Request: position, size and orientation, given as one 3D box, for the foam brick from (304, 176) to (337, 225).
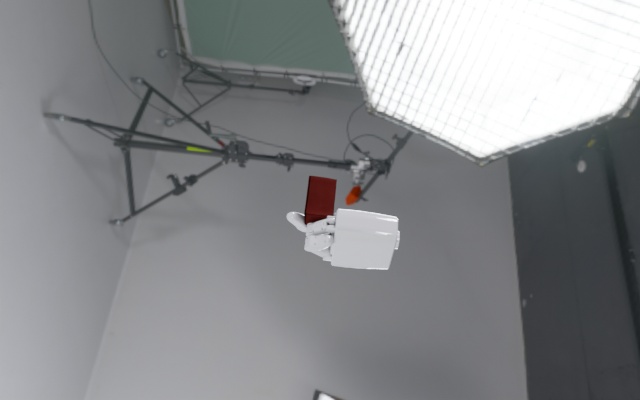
[{"bbox_3d":[0.000,0.003,0.867,0.051,0.078,0.053,6,-25,1],"label":"foam brick"}]
